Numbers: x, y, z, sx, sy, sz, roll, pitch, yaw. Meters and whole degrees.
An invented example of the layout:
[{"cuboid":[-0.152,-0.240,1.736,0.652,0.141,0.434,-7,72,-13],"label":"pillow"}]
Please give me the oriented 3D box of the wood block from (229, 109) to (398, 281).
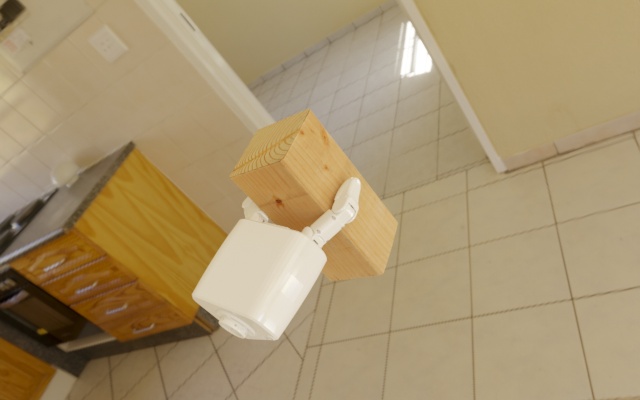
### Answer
[{"cuboid":[0.000,0.002,0.595,0.091,0.090,0.206,-14,-51,39],"label":"wood block"}]
